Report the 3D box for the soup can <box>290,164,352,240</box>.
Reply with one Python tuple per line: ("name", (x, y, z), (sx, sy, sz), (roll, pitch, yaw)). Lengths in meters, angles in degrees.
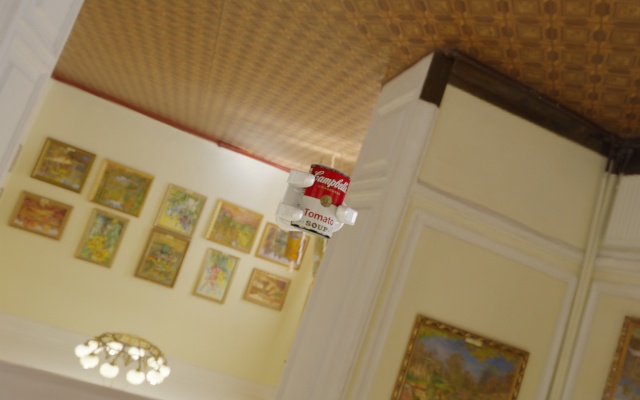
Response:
("soup can", (0.000, 0.003, 0.743), (0.068, 0.102, 0.068), (19, -7, 2))
